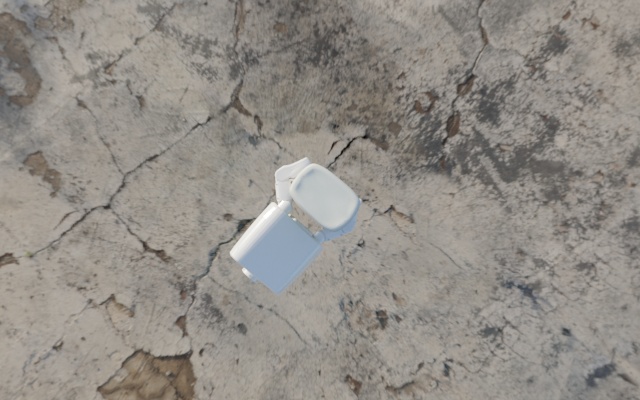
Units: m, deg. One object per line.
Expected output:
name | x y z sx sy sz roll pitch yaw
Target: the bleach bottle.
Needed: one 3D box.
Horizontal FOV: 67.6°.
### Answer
bleach bottle | 0.000 0.002 0.788 0.102 0.068 0.251 41 -4 1
